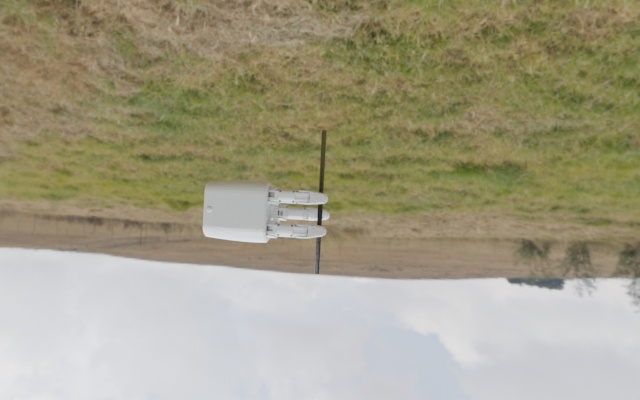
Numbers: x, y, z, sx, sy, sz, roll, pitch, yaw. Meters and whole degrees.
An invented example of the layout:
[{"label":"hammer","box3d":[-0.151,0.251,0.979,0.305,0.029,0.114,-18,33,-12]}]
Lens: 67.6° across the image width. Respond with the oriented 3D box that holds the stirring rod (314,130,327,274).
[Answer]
[{"label":"stirring rod","box3d":[0.000,0.003,0.801,0.011,0.239,0.011,3,-1,0]}]
